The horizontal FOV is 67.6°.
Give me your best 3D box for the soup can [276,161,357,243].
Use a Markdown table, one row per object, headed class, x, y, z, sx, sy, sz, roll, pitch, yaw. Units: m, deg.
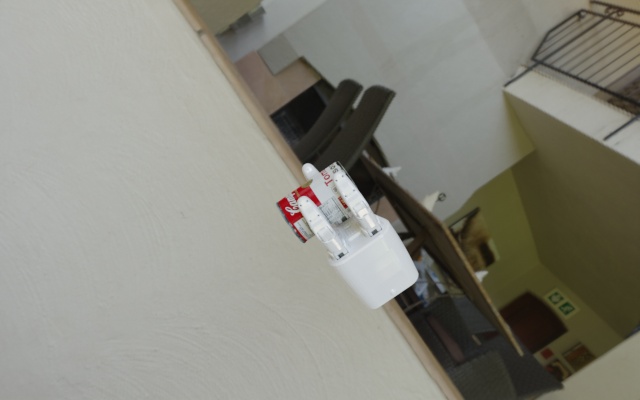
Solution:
| class | x | y | z | sx | sy | sz | roll | pitch | yaw |
| --- | --- | --- | --- | --- | --- | --- | --- | --- | --- |
| soup can | 0.000 | 0.002 | 0.648 | 0.102 | 0.068 | 0.068 | -35 | -2 | 2 |
